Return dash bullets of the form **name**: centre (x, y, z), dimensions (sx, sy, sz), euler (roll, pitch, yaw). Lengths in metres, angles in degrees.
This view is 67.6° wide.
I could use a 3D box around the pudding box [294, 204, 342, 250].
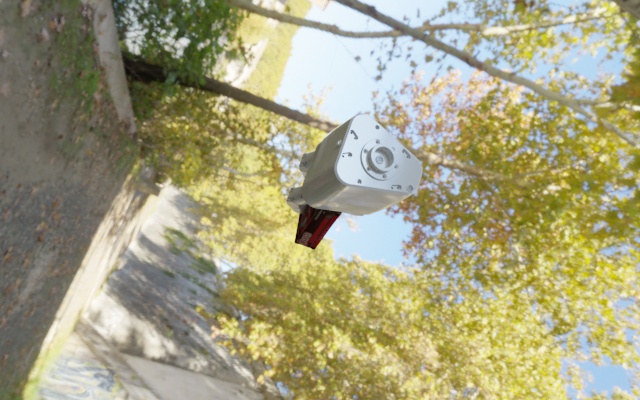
- **pudding box**: centre (0.000, 0.002, 0.702), dimensions (0.039, 0.113, 0.090), euler (24, -48, -13)
